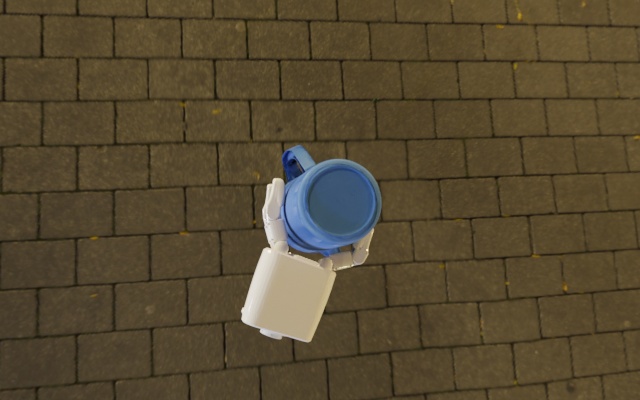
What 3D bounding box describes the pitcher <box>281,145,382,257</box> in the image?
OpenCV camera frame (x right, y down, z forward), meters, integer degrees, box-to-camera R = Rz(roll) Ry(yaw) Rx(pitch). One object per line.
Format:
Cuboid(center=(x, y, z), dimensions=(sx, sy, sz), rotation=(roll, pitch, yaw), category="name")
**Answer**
Cuboid(center=(0.000, 0.002, 0.698), dimensions=(0.149, 0.145, 0.243), rotation=(21, -9, -7), category="pitcher")
